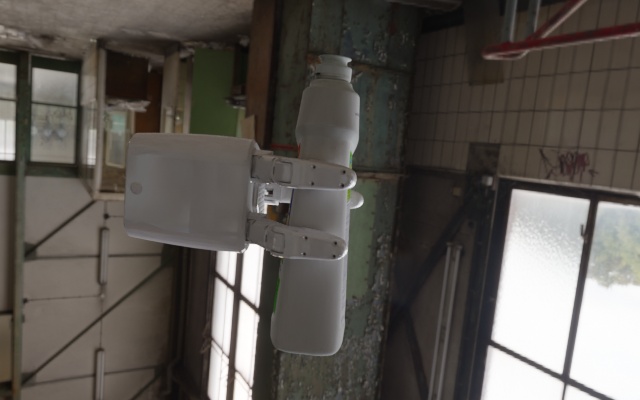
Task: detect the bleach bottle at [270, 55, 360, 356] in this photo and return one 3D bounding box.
[{"bbox_3d":[0.000,0.001,0.430,0.068,0.251,0.102,6,7,0],"label":"bleach bottle"}]
